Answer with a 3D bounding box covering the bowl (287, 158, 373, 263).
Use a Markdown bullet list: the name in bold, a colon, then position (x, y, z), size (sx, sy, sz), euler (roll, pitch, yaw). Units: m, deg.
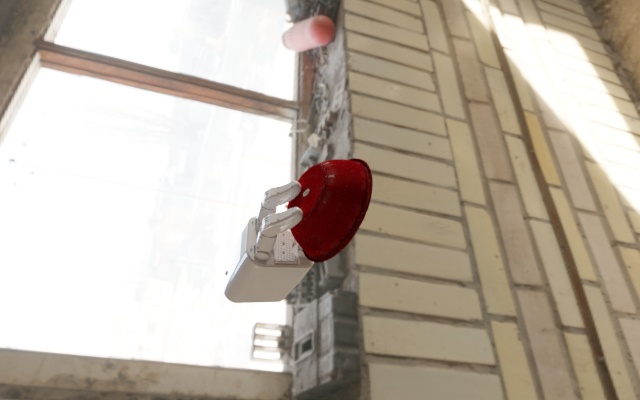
- **bowl**: position (0.001, 0.001, 0.669), size (0.055, 0.162, 0.162), euler (28, -14, -27)
